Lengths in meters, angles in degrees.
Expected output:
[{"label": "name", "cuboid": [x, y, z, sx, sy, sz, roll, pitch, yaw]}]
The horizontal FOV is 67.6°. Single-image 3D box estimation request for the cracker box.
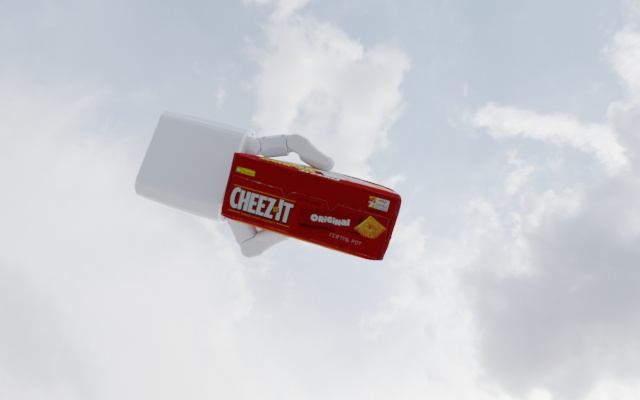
[{"label": "cracker box", "cuboid": [0.000, 0.002, 0.545, 0.164, 0.072, 0.213, 15, 5, 6]}]
